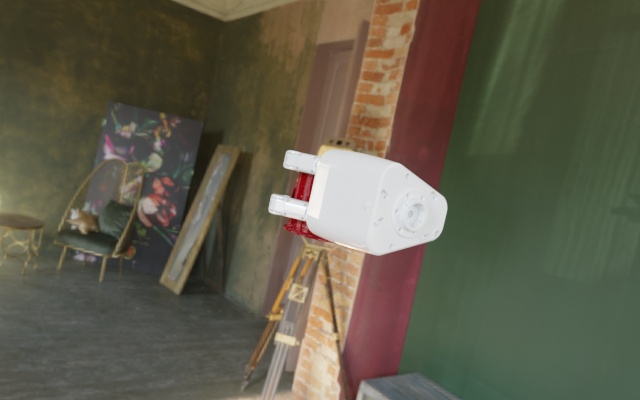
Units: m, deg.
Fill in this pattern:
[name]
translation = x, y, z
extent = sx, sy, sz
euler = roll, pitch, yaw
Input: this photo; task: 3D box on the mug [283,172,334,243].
[mug]
translation = -0.001, 0.002, 0.612
extent = 0.093, 0.081, 0.117
euler = 10, 5, -36
